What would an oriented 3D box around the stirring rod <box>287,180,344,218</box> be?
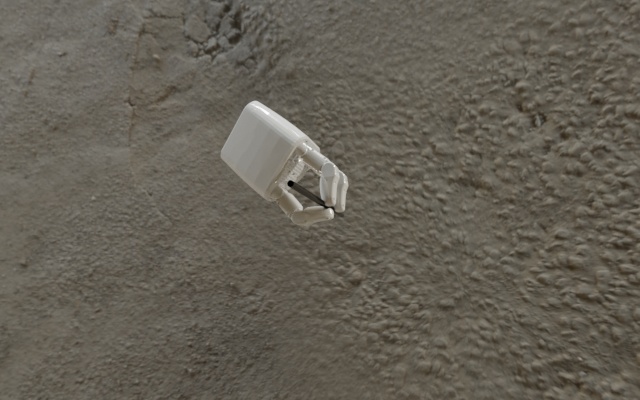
[{"bbox_3d":[0.000,0.002,0.645,0.011,0.011,0.239,0,-10,16],"label":"stirring rod"}]
